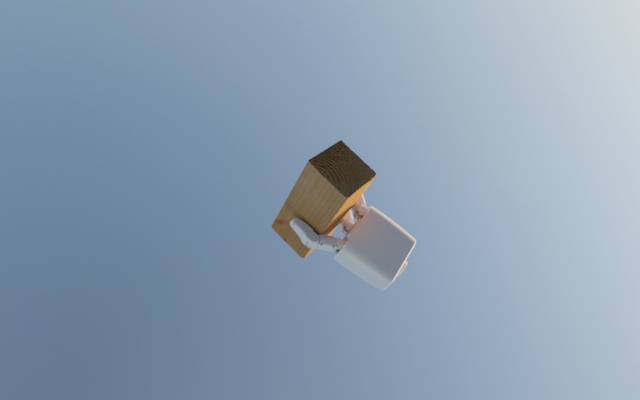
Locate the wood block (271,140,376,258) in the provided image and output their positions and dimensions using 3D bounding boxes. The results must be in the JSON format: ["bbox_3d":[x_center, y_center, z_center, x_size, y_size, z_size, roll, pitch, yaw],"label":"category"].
[{"bbox_3d":[0.000,0.003,0.851,0.090,0.090,0.206,-37,-13,-40],"label":"wood block"}]
